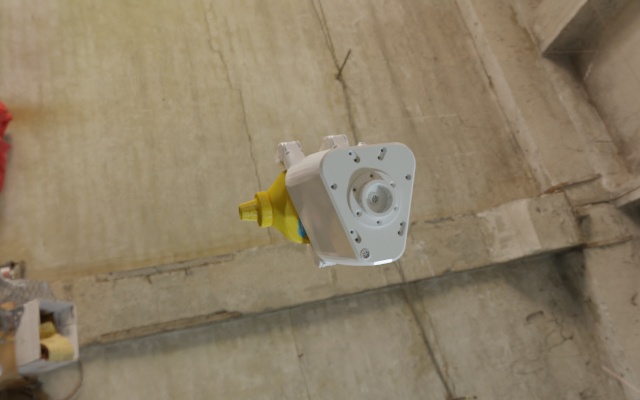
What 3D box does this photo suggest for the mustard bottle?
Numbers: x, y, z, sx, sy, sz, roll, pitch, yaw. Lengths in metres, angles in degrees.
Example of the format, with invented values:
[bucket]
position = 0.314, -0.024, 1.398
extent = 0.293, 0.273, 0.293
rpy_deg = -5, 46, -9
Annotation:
[mustard bottle]
position = 0.000, 0.002, 0.565
extent = 0.191, 0.096, 0.058
rpy_deg = -8, 23, -18
